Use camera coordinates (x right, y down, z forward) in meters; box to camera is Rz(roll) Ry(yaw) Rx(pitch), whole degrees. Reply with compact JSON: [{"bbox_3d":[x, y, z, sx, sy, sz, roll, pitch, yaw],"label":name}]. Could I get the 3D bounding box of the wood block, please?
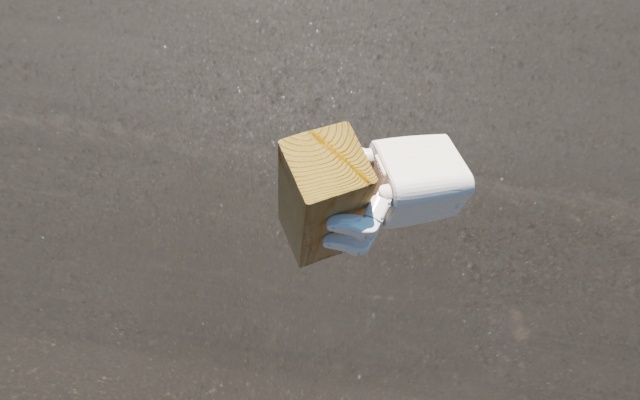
[{"bbox_3d":[0.000,0.002,0.623,0.090,0.090,0.206,-18,-24,-14],"label":"wood block"}]
